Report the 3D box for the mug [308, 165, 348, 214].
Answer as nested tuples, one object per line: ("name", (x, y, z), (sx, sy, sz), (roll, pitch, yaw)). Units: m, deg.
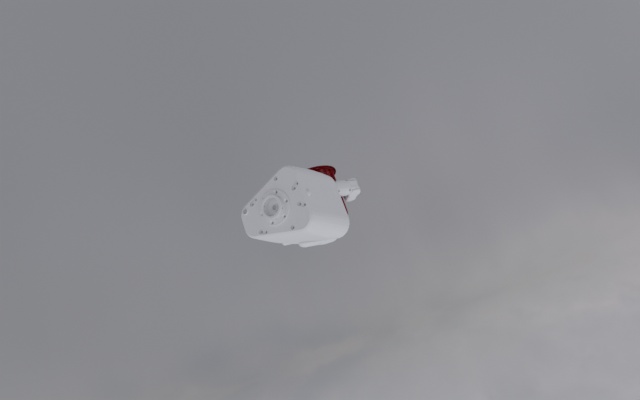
("mug", (0.001, 0.003, 0.776), (0.093, 0.081, 0.117), (-28, -19, 24))
